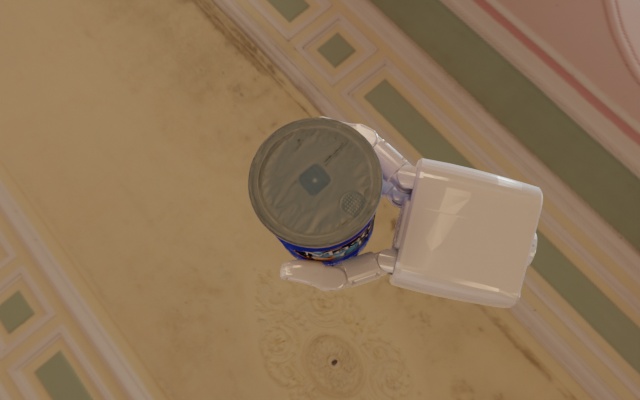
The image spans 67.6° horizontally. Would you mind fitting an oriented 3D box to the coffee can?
[{"bbox_3d":[0.000,0.001,0.427,0.103,0.102,0.140,0,-14,4],"label":"coffee can"}]
